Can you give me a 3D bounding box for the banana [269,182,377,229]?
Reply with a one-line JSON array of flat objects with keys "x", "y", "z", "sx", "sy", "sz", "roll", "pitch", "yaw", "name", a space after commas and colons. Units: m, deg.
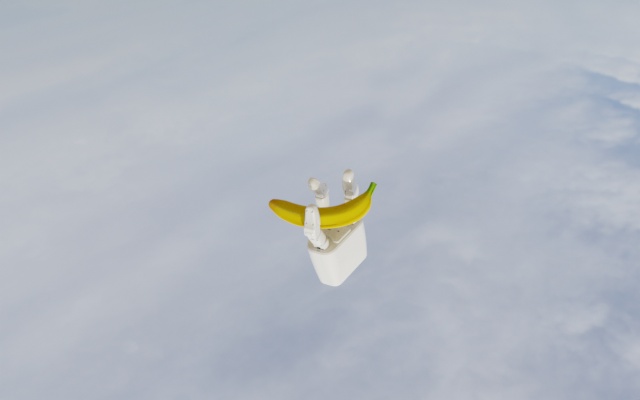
[{"x": 0.004, "y": 0.018, "z": 0.830, "sx": 0.198, "sy": 0.069, "sz": 0.037, "roll": -8, "pitch": -34, "yaw": 12, "name": "banana"}]
